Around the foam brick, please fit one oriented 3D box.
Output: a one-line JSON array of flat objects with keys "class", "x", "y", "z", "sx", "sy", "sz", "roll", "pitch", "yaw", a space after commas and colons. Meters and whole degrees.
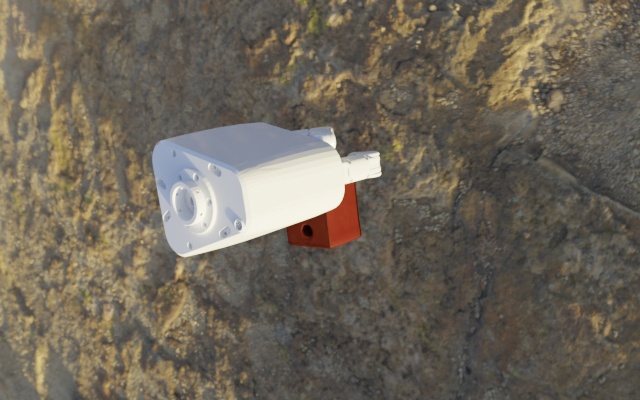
[{"class": "foam brick", "x": 0.000, "y": 0.002, "z": 0.448, "sx": 0.053, "sy": 0.078, "sz": 0.051, "roll": 1, "pitch": 13, "yaw": 39}]
